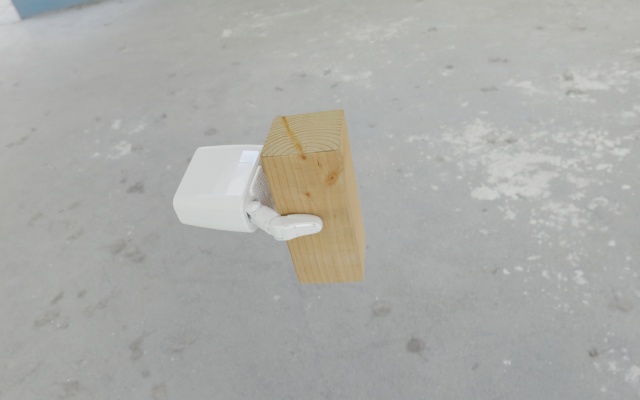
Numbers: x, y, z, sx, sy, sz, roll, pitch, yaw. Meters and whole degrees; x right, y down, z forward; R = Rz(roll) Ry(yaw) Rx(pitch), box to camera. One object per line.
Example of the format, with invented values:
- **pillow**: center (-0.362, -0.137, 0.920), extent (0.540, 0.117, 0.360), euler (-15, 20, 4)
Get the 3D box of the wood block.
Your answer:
- **wood block**: center (0.000, 0.002, 0.603), extent (0.090, 0.206, 0.090), euler (-4, 38, 12)
